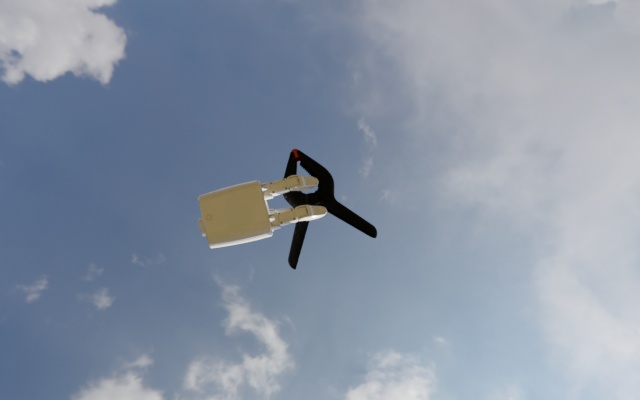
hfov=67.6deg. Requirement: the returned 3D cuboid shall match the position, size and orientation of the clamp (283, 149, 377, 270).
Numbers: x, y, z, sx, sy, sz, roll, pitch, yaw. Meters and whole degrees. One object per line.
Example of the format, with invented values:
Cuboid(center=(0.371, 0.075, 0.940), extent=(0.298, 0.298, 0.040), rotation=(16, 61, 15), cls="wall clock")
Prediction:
Cuboid(center=(0.000, 0.003, 0.849), extent=(0.164, 0.210, 0.036), rotation=(-13, -15, -11), cls="clamp")
